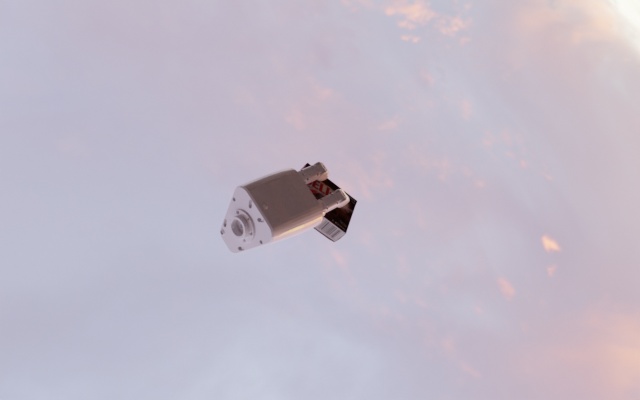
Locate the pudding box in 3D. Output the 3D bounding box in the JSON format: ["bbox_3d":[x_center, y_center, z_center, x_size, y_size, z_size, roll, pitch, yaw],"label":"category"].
[{"bbox_3d":[0.000,0.003,0.788,0.039,0.113,0.090,-42,15,38],"label":"pudding box"}]
